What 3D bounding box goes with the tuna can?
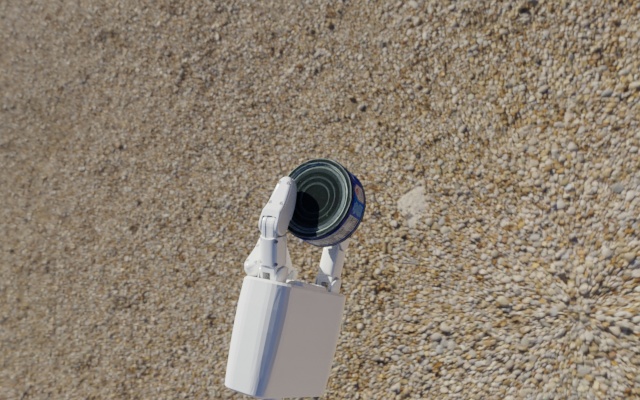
[{"bbox_3d":[0.000,0.001,0.479,0.086,0.086,0.034,0,-17,28],"label":"tuna can"}]
